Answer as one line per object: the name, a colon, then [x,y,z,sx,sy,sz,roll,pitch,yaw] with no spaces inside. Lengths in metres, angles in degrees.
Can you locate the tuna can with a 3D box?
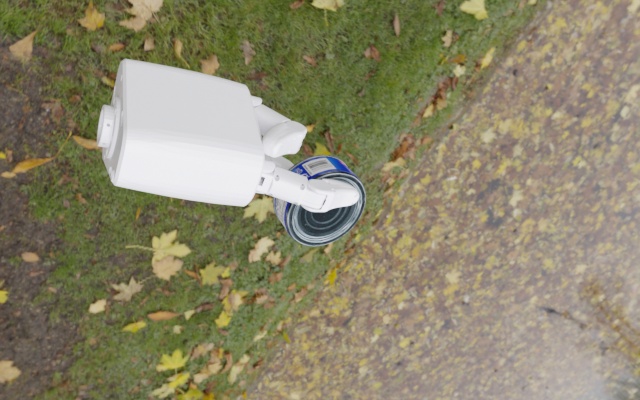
tuna can: [0.000,0.002,0.460,0.086,0.086,0.033,0,32,-31]
